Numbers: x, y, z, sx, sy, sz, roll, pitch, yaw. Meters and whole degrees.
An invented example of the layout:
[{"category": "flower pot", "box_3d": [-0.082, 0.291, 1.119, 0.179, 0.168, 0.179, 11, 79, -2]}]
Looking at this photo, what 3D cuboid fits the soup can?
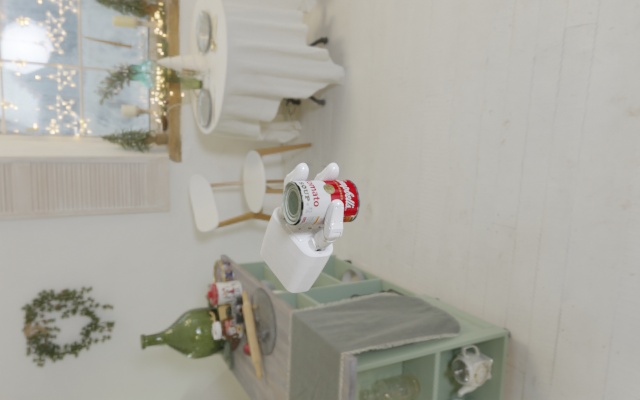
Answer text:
[{"category": "soup can", "box_3d": [0.000, 0.002, 0.731, 0.102, 0.068, 0.068, -2, 1, -29]}]
